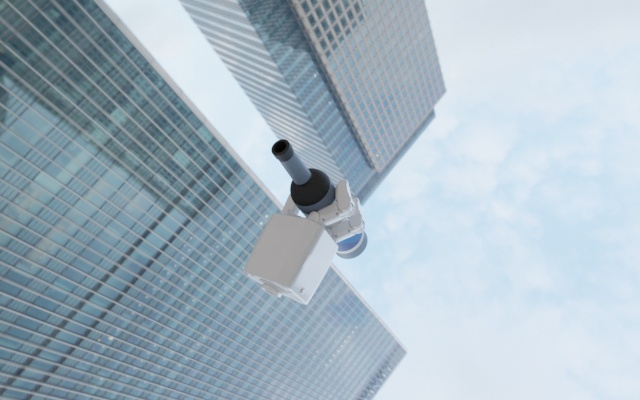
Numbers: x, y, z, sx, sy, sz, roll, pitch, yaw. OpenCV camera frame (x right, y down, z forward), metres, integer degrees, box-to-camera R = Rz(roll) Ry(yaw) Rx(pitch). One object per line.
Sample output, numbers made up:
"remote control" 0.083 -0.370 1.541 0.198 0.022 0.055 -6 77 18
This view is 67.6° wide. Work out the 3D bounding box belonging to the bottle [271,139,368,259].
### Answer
"bottle" 0.000 0.003 0.754 0.069 0.069 0.296 0 -30 25
